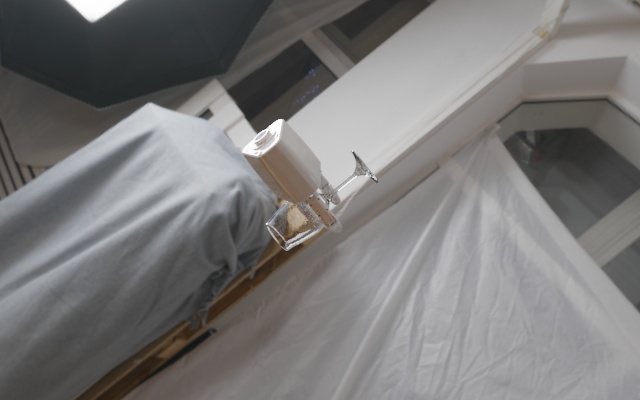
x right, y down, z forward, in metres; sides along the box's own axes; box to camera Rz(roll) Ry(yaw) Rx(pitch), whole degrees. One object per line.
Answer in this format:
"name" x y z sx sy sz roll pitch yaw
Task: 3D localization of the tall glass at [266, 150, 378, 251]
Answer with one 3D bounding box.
"tall glass" 0.001 0.002 0.838 0.201 0.079 0.079 -39 -2 3
